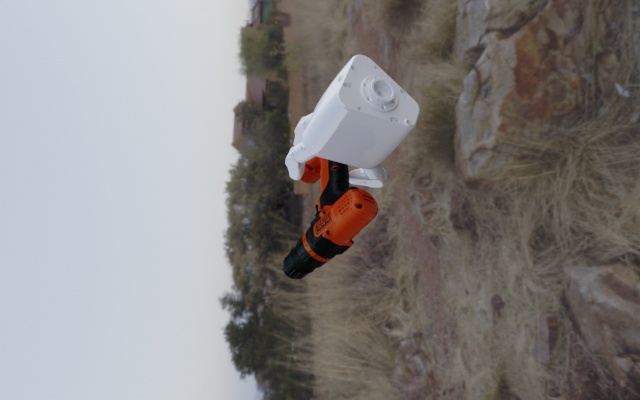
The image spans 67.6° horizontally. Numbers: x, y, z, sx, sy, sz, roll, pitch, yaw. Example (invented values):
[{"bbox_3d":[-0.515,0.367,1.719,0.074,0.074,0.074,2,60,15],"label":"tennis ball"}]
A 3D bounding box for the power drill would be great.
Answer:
[{"bbox_3d":[0.000,0.002,0.694,0.057,0.187,0.184,22,-49,-33],"label":"power drill"}]
